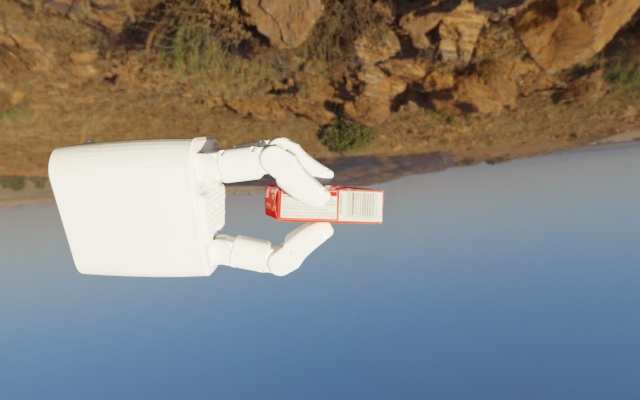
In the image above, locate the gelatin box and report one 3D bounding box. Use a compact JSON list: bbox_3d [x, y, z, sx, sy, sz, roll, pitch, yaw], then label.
[{"bbox_3d":[0.000,0.002,0.407,0.089,0.030,0.073,2,2,-13],"label":"gelatin box"}]
